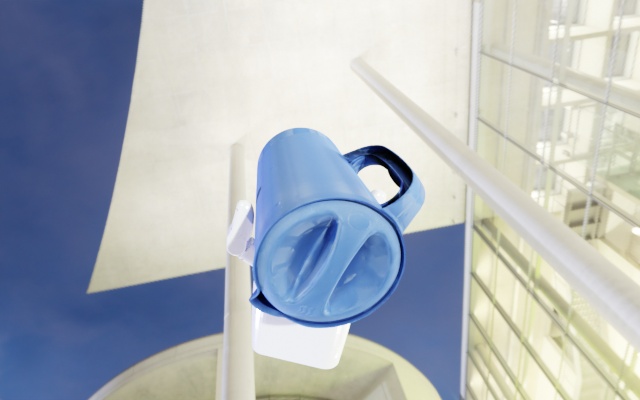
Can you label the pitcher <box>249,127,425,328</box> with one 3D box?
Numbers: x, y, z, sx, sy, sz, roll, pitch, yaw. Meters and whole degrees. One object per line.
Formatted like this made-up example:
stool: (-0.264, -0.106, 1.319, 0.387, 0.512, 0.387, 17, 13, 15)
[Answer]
pitcher: (0.000, 0.002, 0.506, 0.149, 0.145, 0.242, 4, 26, -12)
